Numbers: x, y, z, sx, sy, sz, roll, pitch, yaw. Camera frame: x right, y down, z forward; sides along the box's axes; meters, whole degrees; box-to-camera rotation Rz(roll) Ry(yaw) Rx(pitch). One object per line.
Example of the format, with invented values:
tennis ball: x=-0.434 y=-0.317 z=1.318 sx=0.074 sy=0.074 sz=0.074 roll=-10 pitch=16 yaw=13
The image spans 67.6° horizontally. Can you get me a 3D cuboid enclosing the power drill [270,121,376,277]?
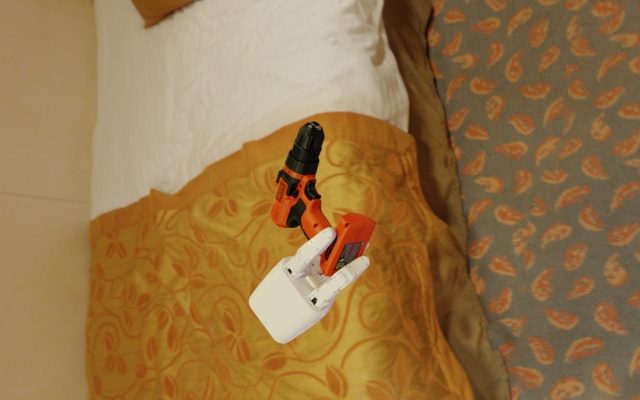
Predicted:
power drill: x=0.000 y=0.003 z=0.695 sx=0.057 sy=0.184 sz=0.187 roll=-6 pitch=40 yaw=-34
